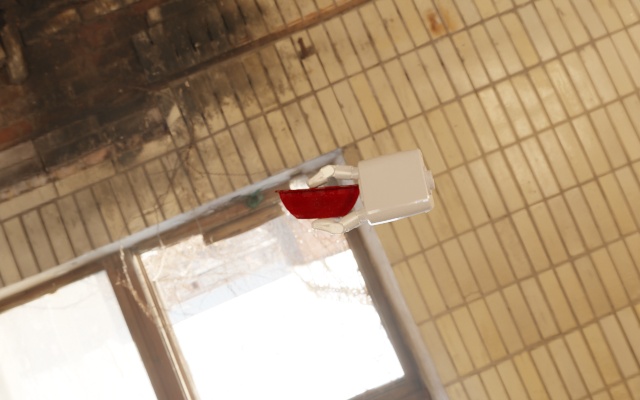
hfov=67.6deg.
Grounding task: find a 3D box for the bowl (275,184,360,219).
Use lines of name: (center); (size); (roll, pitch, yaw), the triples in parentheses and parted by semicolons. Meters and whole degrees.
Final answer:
bowl: (-0.001, 0.003, 0.859); (0.162, 0.055, 0.162); (-4, 2, 0)
